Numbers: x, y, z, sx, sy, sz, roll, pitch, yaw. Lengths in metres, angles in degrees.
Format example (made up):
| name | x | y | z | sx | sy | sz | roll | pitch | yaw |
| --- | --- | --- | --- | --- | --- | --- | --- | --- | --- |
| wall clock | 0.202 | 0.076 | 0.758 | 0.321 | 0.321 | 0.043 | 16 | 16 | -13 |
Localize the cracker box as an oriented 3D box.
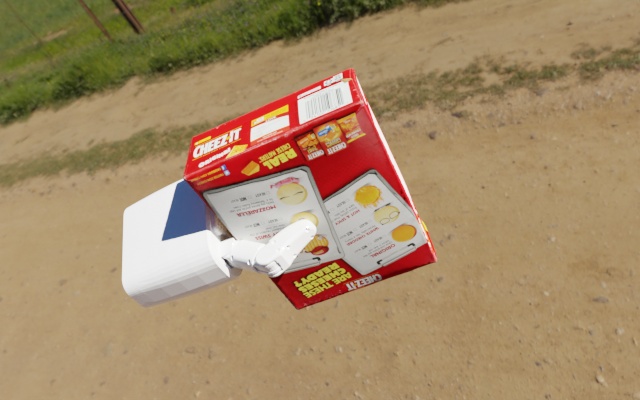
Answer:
| name | x | y | z | sx | sy | sz | roll | pitch | yaw |
| --- | --- | --- | --- | --- | --- | --- | --- | --- | --- |
| cracker box | 0.000 | 0.002 | 0.464 | 0.164 | 0.072 | 0.214 | -22 | -49 | 14 |
